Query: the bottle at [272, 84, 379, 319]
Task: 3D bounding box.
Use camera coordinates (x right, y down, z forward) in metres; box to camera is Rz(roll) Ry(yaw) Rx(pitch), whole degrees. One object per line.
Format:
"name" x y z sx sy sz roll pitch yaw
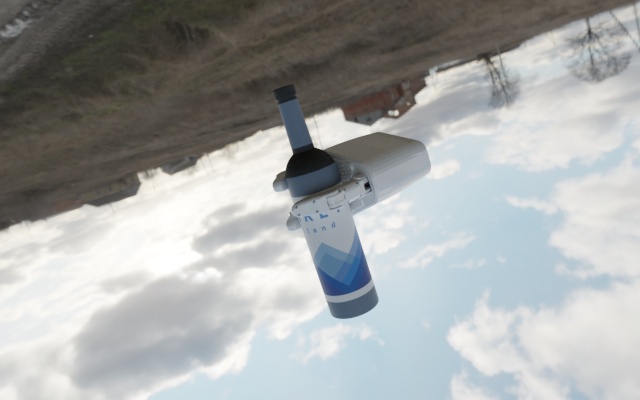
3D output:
"bottle" 0.000 0.002 0.600 0.069 0.296 0.069 -17 11 4
